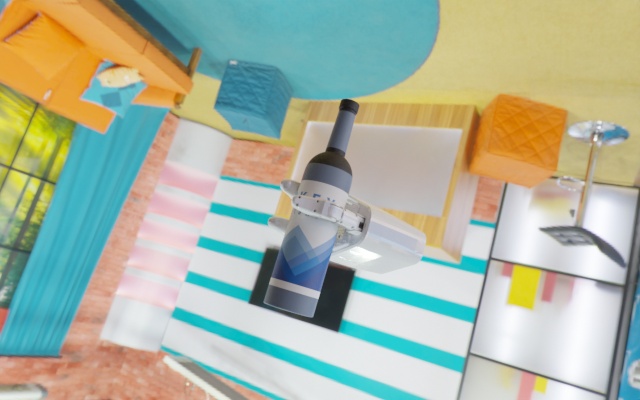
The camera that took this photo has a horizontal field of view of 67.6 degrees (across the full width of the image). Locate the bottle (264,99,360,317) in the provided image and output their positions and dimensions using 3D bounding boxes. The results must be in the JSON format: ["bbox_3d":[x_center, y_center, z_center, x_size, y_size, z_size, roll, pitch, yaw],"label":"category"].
[{"bbox_3d":[0.000,0.002,0.640,0.069,0.295,0.069,16,-11,3],"label":"bottle"}]
